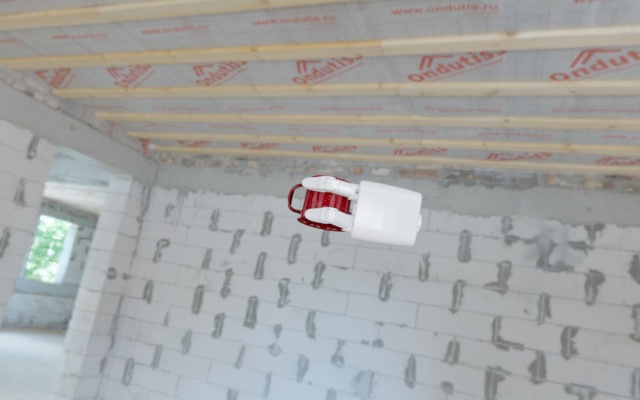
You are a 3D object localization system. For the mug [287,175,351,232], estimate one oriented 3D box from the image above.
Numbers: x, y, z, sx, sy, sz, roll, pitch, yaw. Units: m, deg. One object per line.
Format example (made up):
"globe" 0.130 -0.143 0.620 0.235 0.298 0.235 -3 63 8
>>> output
"mug" -0.001 0.002 0.845 0.117 0.081 0.093 11 -13 2
